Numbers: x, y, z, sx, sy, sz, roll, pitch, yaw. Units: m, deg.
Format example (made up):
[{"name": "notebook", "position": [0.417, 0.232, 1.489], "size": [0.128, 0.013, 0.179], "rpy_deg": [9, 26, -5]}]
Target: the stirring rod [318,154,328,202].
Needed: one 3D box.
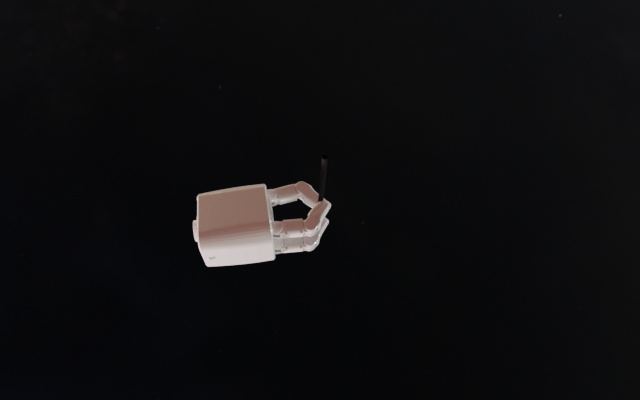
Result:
[{"name": "stirring rod", "position": [0.000, 0.002, 0.721], "size": [0.011, 0.011, 0.240], "rpy_deg": [0, -29, -3]}]
